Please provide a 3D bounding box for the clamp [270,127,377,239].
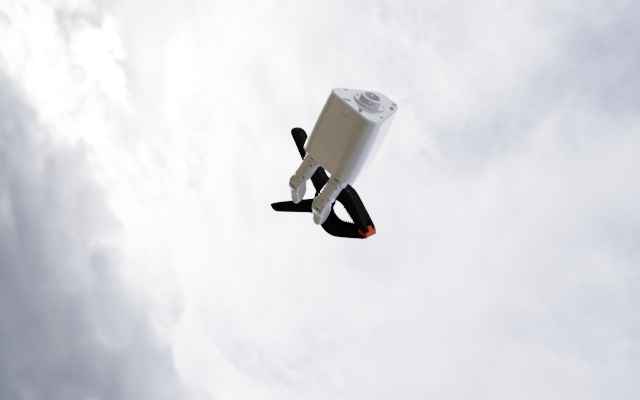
[{"bbox_3d":[0.001,0.003,0.780,0.210,0.165,0.036,43,39,23],"label":"clamp"}]
